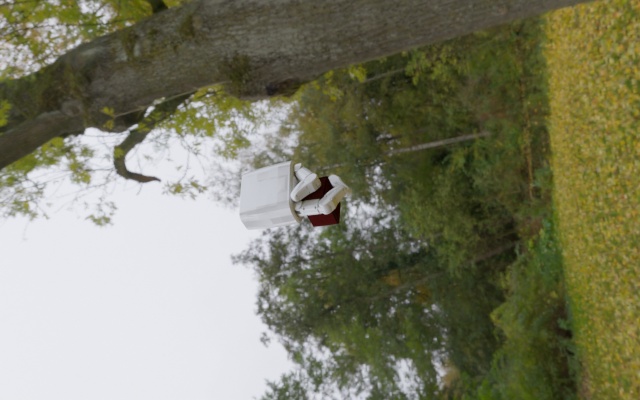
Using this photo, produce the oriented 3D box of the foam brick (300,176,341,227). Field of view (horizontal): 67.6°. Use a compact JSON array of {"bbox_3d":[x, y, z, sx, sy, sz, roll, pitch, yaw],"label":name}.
[{"bbox_3d":[0.000,0.003,0.876,0.051,0.053,0.078,-11,-48,19],"label":"foam brick"}]
